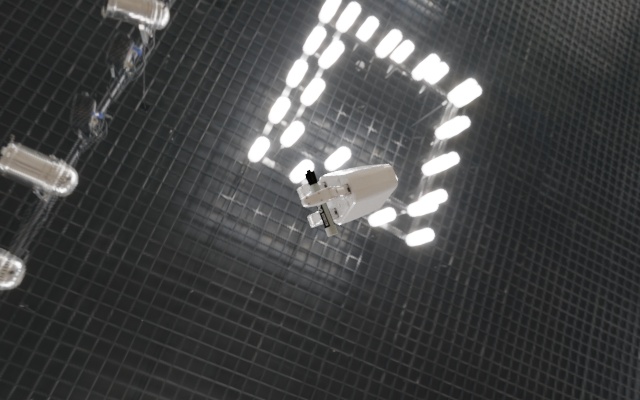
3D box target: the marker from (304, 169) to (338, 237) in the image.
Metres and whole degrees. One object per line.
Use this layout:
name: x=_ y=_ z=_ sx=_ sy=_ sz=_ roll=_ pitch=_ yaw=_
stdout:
marker: x=0.000 y=0.003 z=0.819 sx=0.020 sy=0.121 sz=0.020 roll=-21 pitch=-6 yaw=-2
